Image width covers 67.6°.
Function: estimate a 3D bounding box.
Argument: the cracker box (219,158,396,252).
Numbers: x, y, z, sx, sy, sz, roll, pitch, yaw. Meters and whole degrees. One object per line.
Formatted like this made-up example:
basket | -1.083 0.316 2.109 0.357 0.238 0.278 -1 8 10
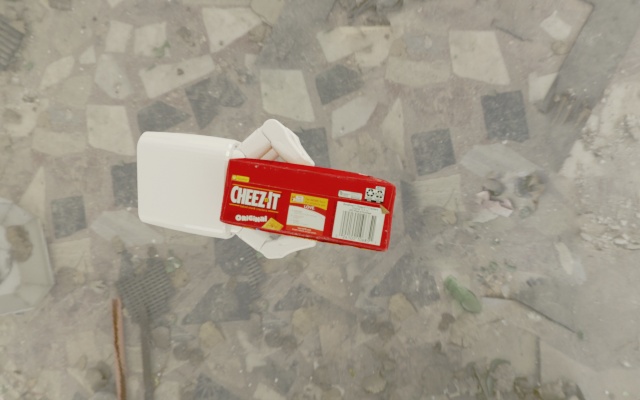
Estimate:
cracker box | 0.000 0.002 0.547 0.164 0.072 0.213 9 2 7
